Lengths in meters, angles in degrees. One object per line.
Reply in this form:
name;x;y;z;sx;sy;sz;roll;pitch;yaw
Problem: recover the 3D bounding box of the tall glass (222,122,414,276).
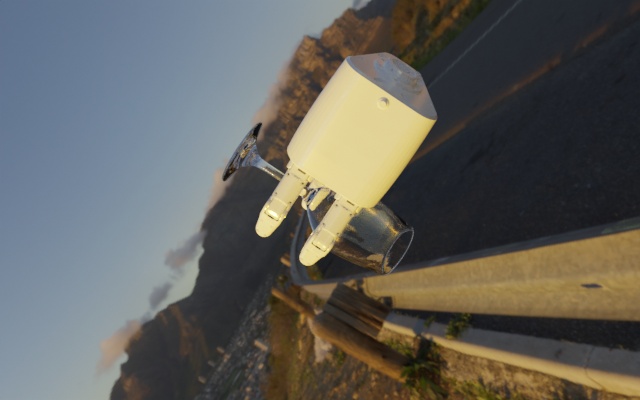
tall glass;-0.001;0.001;0.511;0.201;0.079;0.079;33;-2;-3
